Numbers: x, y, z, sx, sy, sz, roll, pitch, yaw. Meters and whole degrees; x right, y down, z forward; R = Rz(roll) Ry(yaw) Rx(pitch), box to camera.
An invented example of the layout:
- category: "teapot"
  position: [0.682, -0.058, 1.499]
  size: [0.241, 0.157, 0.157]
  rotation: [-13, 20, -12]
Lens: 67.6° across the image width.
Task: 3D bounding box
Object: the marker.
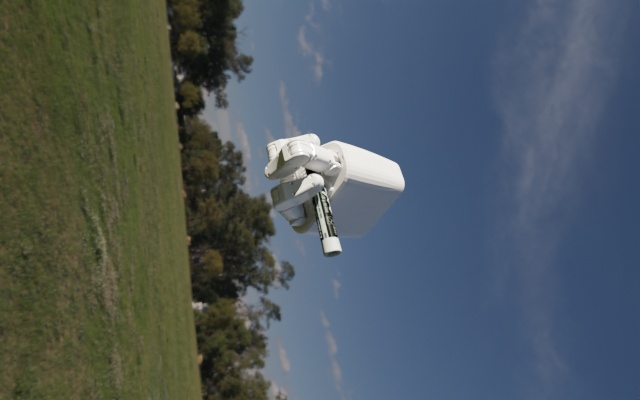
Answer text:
- category: "marker"
  position: [0.000, 0.002, 0.511]
  size: [0.020, 0.121, 0.020]
  rotation: [-11, -25, -5]
